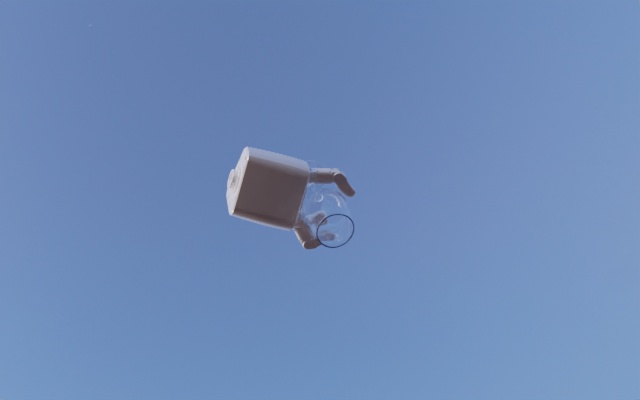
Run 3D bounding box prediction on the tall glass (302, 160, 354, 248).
[{"bbox_3d":[0.000,0.002,0.825,0.079,0.079,0.201,0,27,-16],"label":"tall glass"}]
